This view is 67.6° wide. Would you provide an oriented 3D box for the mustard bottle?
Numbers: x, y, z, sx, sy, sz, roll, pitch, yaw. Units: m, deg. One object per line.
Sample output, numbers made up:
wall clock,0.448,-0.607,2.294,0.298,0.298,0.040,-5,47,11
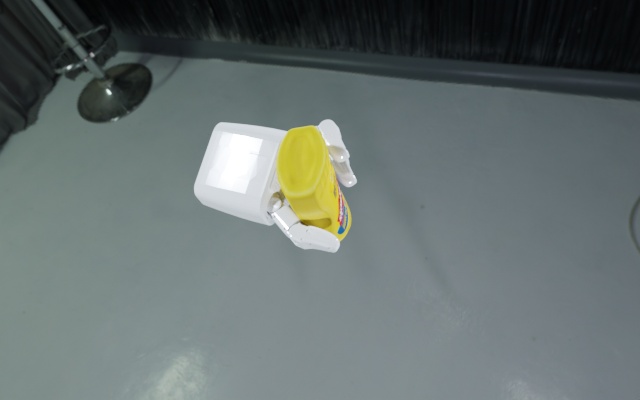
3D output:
mustard bottle,0.000,0.002,0.593,0.058,0.096,0.192,-9,-32,10
